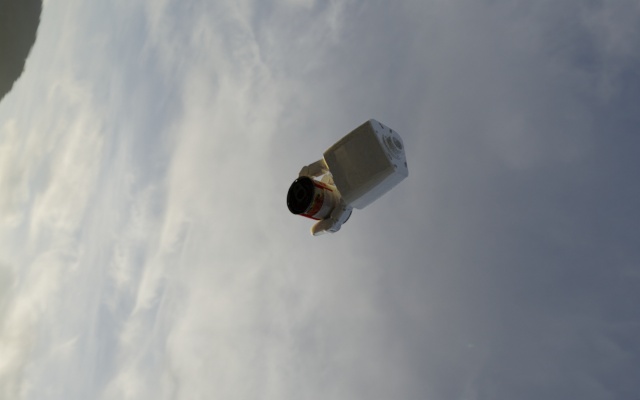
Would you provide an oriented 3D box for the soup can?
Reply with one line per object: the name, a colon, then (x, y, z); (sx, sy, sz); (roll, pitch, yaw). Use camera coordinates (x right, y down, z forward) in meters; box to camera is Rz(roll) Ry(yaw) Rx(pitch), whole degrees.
soup can: (0.000, 0.003, 0.838); (0.068, 0.068, 0.102); (0, -14, 45)
